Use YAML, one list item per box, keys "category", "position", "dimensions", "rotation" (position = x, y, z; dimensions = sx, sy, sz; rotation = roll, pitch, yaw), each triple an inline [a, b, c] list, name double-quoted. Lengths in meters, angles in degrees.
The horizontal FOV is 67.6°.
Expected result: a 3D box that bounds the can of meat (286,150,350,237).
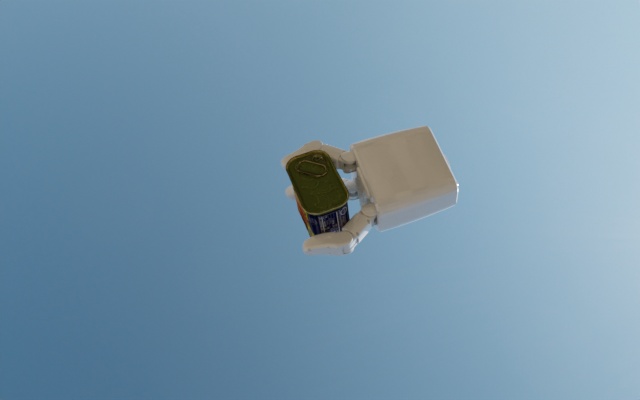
- category: "can of meat"
  position: [0.000, 0.002, 0.600]
  dimensions: [0.057, 0.102, 0.084]
  rotation: [-20, -41, -7]
